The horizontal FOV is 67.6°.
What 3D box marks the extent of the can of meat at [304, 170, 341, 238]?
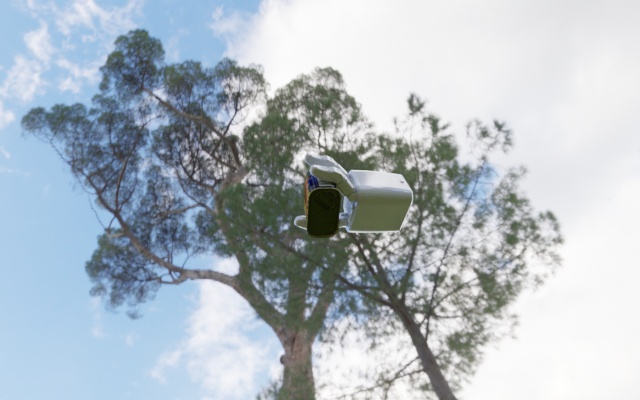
[{"bbox_3d":[0.000,0.003,0.871,0.057,0.102,0.084,-1,30,-8],"label":"can of meat"}]
